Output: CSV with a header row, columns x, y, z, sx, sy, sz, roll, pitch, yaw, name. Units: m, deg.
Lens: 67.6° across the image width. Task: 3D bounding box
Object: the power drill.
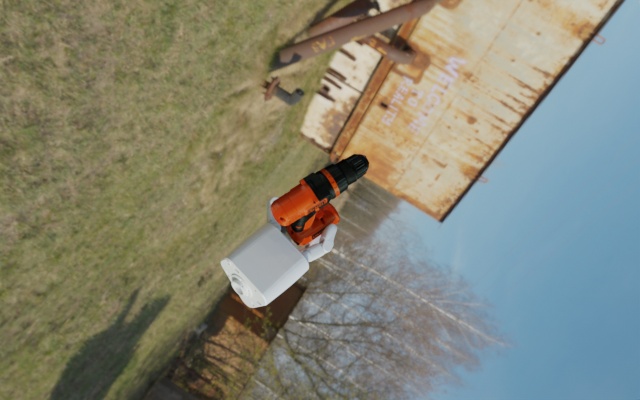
x,y,z,sx,sy,sz,roll,pitch,yaw,name
0.000,0.003,0.848,0.184,0.057,0.188,-31,-19,-12,power drill
